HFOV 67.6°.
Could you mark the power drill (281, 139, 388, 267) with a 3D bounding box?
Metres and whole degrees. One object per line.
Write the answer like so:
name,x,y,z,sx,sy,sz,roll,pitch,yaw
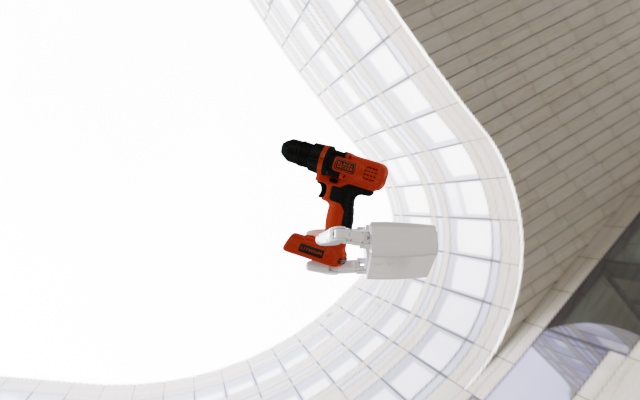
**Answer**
power drill,0.000,0.003,0.785,0.184,0.187,0.057,18,4,15
